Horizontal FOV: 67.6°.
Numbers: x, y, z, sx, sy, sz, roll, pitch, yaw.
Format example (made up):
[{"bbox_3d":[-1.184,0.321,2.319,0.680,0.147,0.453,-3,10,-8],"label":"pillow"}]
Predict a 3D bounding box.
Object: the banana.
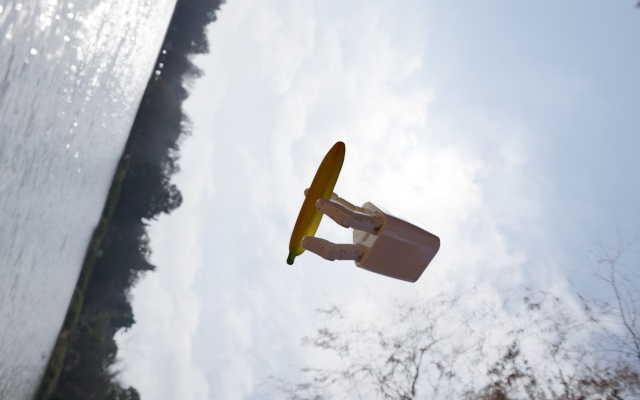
[{"bbox_3d":[-0.005,0.004,0.727,0.037,0.198,0.069,22,0,-12],"label":"banana"}]
